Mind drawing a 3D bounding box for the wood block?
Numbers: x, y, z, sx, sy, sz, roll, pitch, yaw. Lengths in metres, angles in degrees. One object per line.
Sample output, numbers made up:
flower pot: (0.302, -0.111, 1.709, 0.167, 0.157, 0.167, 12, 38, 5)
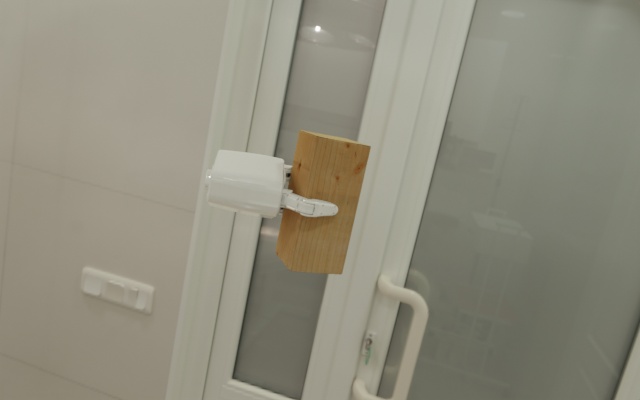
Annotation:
wood block: (0.000, 0.002, 0.753, 0.090, 0.206, 0.090, 7, 11, -23)
